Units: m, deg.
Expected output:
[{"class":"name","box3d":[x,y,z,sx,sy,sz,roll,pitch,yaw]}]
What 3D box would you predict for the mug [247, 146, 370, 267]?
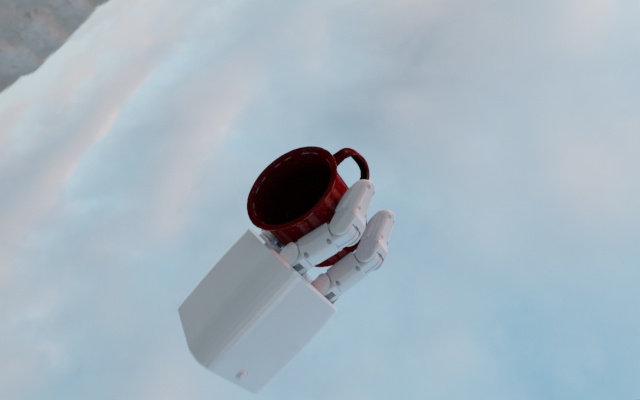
[{"class":"mug","box3d":[0.001,0.001,0.451,0.093,0.117,0.081,36,-10,47]}]
